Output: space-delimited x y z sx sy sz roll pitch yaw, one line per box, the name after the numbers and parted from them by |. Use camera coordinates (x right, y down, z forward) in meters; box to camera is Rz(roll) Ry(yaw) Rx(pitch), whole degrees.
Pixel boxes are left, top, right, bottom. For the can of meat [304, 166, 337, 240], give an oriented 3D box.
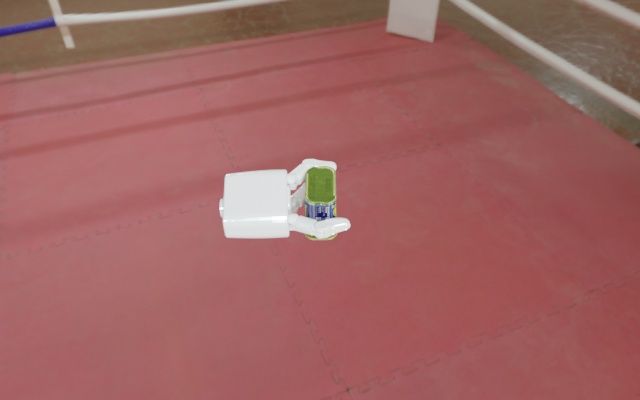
0.000 0.003 0.819 0.057 0.084 0.102 0 42 0 | can of meat
